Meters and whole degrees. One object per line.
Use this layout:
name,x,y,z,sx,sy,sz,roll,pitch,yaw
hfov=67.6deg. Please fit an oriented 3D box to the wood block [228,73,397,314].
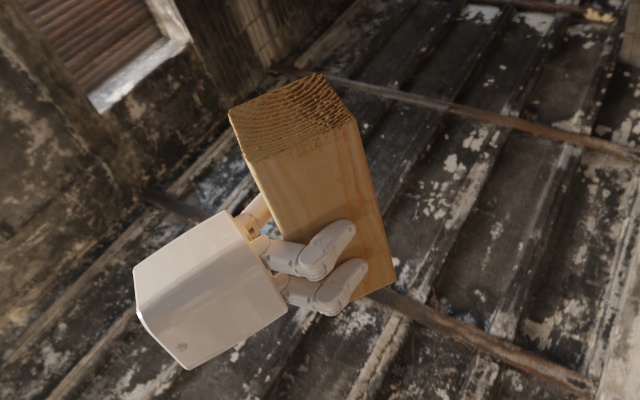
wood block,0.000,0.002,0.450,0.090,0.206,0.090,-24,43,-4
